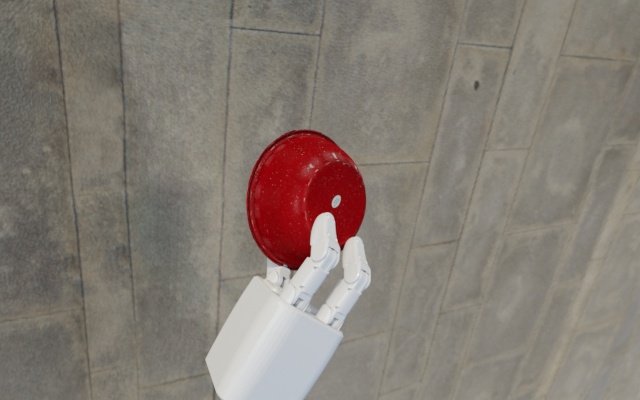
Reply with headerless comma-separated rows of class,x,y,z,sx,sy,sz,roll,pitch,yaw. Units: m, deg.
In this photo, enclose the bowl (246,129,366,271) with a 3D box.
bowl,0.001,0.000,0.528,0.162,0.162,0.055,0,4,-42
